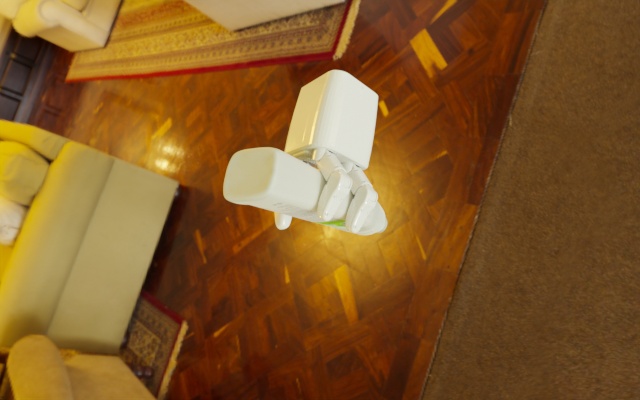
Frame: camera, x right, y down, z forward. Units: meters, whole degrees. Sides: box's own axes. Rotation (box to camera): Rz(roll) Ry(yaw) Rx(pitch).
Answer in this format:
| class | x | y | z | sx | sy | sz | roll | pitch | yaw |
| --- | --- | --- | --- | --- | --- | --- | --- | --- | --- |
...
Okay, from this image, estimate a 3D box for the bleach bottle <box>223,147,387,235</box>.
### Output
| class | x | y | z | sx | sy | sz | roll | pitch | yaw |
| --- | --- | --- | --- | --- | --- | --- | --- | --- | --- |
| bleach bottle | 0.000 | 0.002 | 0.644 | 0.102 | 0.068 | 0.251 | -1 | -16 | 44 |
